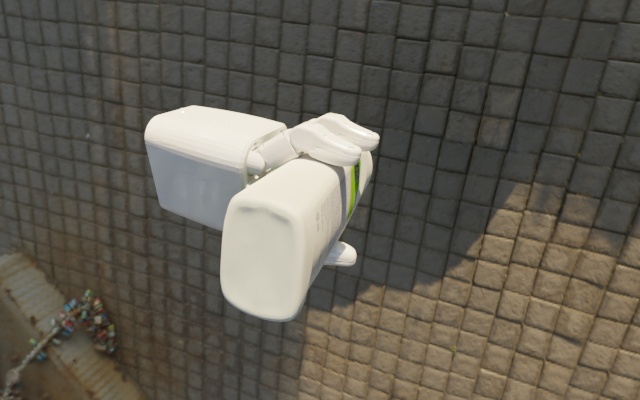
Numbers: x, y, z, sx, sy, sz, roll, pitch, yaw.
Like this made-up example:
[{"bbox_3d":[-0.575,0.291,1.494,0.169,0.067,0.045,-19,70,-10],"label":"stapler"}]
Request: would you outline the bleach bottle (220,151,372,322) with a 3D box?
[{"bbox_3d":[0.000,0.001,0.446,0.068,0.103,0.250,15,24,16],"label":"bleach bottle"}]
